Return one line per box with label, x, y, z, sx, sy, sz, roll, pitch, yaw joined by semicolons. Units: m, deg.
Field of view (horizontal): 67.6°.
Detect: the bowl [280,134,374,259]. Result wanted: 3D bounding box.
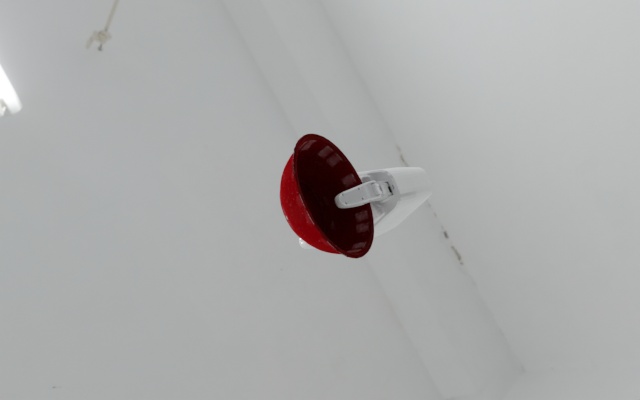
bowl;-0.001;0.002;0.586;0.055;0.162;0.162;-25;-13;29
